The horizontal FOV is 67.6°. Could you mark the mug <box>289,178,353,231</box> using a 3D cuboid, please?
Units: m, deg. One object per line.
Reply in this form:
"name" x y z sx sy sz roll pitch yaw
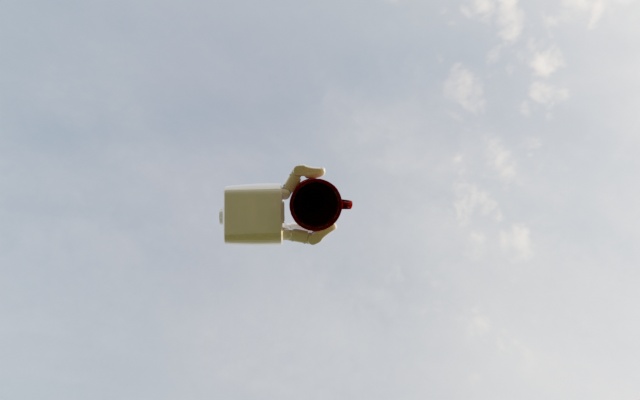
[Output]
"mug" 0.002 0.003 0.869 0.117 0.093 0.081 1 8 -6
